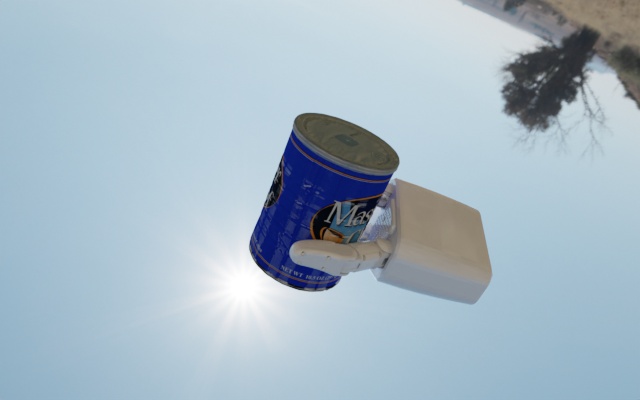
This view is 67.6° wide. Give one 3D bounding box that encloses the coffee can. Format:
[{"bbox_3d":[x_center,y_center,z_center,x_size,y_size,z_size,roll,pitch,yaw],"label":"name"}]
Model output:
[{"bbox_3d":[0.000,0.001,0.460,0.103,0.140,0.102,19,27,-10],"label":"coffee can"}]
